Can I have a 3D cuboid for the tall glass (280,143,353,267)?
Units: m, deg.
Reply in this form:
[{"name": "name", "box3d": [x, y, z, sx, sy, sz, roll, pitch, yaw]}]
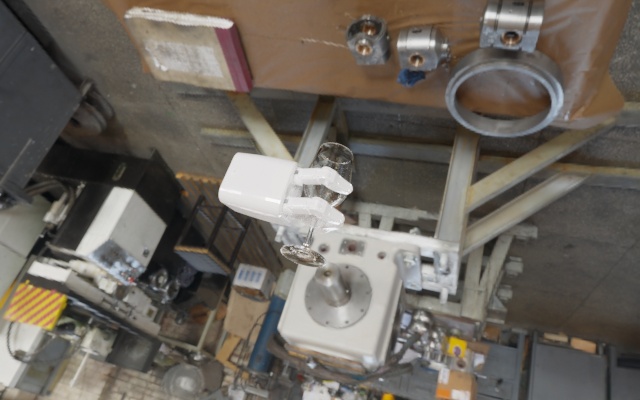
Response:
[{"name": "tall glass", "box3d": [0.000, 0.003, 0.781, 0.079, 0.201, 0.079, 14, -27, 8]}]
